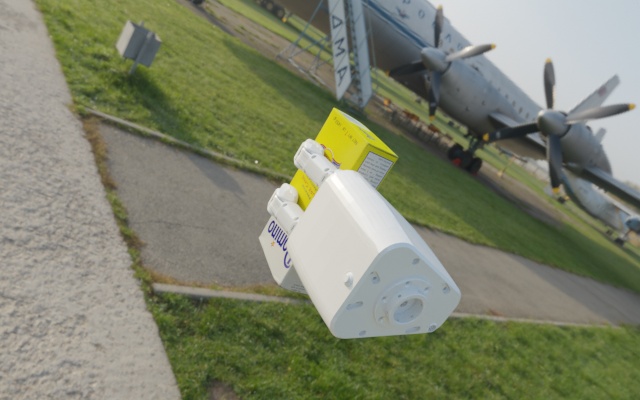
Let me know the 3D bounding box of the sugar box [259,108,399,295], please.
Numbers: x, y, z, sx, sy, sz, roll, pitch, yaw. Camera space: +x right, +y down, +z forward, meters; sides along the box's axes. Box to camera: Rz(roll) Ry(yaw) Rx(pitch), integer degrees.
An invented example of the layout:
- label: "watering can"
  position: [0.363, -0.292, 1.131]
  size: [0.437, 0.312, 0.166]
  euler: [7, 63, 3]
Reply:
- label: "sugar box"
  position: [0.000, 0.001, 0.500]
  size: [0.048, 0.176, 0.093]
  euler: [22, 20, -32]
